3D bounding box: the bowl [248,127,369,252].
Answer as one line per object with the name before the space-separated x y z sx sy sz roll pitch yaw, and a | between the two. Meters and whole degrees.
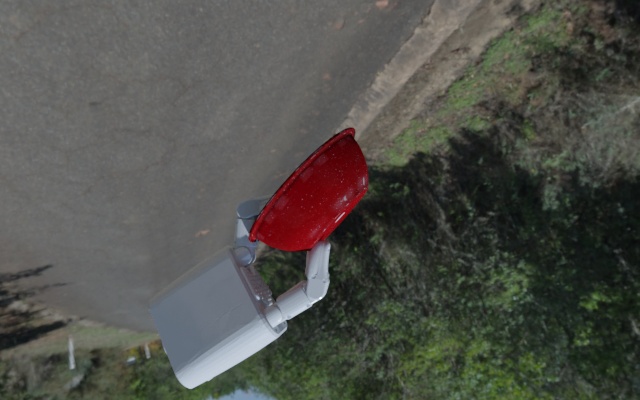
bowl | 0.001 0.001 0.502 0.055 0.162 0.162 42 7 7
